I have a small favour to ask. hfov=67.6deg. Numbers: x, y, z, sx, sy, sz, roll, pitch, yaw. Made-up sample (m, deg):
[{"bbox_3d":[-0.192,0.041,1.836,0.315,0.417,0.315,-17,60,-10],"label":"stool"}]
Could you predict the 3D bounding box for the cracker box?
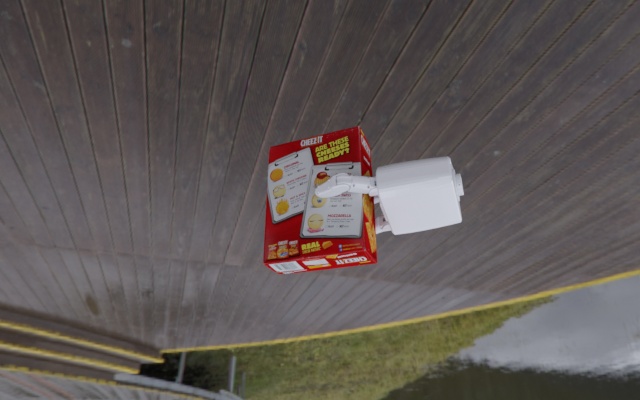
[{"bbox_3d":[0.000,0.003,0.762,0.164,0.213,0.072,-10,-29,19],"label":"cracker box"}]
